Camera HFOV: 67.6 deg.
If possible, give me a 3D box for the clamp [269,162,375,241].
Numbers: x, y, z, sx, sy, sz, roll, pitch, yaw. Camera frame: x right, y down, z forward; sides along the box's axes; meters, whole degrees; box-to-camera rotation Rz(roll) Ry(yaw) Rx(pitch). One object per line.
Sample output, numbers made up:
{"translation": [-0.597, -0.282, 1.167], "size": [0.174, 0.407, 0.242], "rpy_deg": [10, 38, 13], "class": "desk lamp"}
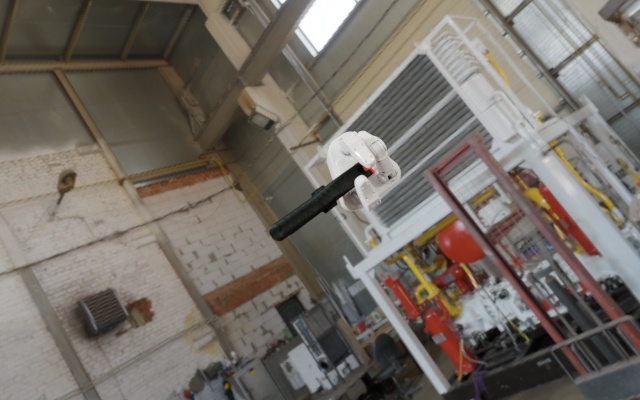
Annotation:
{"translation": [0.000, 0.002, 0.691], "size": [0.171, 0.039, 0.120], "rpy_deg": [-34, 4, -6], "class": "clamp"}
